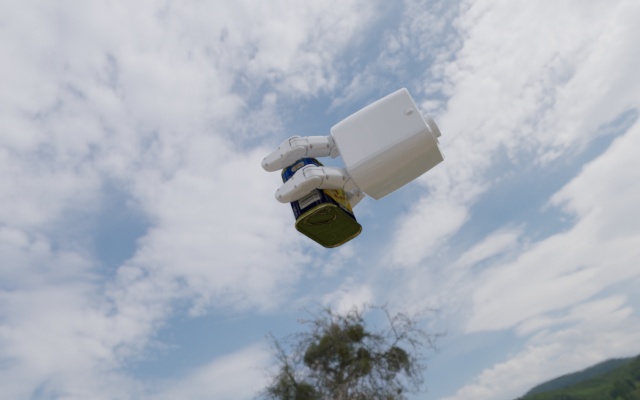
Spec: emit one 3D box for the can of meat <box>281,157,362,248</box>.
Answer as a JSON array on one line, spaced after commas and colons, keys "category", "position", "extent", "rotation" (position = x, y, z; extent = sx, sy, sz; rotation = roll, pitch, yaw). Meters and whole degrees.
[{"category": "can of meat", "position": [0.000, 0.002, 0.606], "extent": [0.057, 0.084, 0.102], "rotation": [-31, -35, 16]}]
